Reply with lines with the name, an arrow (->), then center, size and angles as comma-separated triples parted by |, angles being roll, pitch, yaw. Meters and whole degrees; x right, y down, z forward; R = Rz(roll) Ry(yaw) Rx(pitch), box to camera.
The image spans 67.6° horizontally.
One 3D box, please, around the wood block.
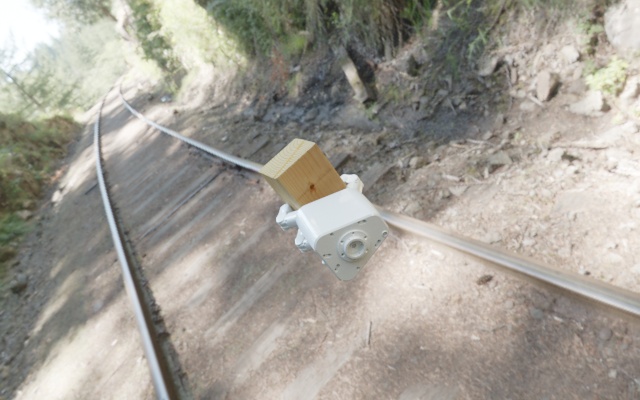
wood block -> 0.000, 0.003, 0.832 | 0.091, 0.206, 0.090 | -43, 26, -12
